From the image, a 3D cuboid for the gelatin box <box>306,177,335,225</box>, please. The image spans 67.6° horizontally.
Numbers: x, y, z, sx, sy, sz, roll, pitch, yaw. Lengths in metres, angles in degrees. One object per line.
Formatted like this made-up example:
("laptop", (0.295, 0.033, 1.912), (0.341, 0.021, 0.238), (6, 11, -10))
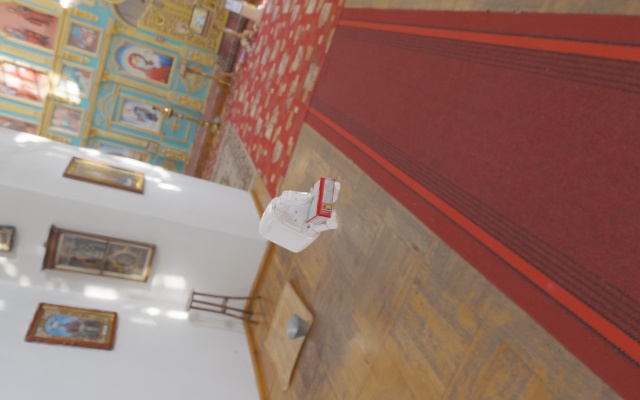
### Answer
("gelatin box", (0.000, 0.003, 0.899), (0.030, 0.073, 0.089), (11, -14, -12))
